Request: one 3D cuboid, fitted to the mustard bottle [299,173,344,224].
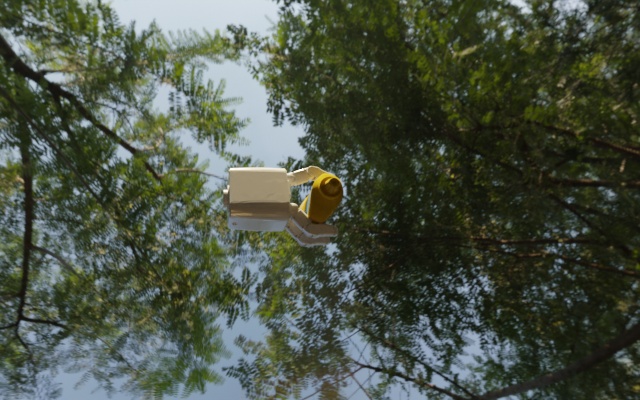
[{"bbox_3d":[0.000,0.003,0.888,0.058,0.096,0.192,24,-25,-4],"label":"mustard bottle"}]
